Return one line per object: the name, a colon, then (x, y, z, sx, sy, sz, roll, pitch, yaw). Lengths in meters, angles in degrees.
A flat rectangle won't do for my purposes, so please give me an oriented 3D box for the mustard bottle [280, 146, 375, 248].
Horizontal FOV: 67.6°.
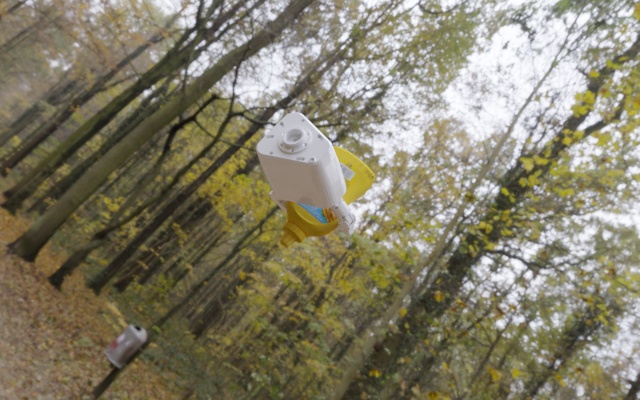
mustard bottle: (0.000, 0.003, 0.801, 0.096, 0.191, 0.058, 39, -20, 7)
